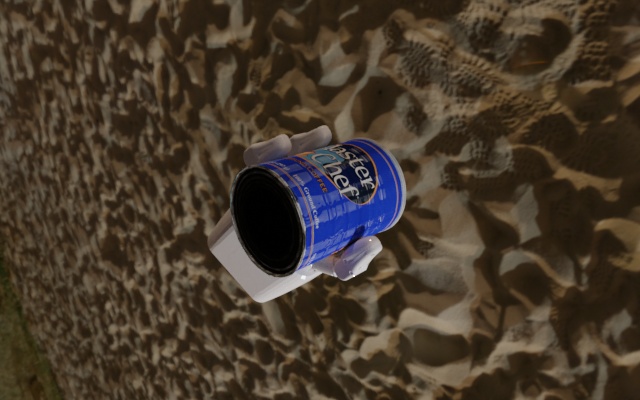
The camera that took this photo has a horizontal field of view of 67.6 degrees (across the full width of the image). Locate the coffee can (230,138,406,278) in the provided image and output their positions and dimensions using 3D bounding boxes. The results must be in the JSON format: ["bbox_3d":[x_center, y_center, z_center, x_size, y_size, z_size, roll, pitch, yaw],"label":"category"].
[{"bbox_3d":[0.000,0.001,0.460,0.140,0.103,0.103,-20,13,-41],"label":"coffee can"}]
